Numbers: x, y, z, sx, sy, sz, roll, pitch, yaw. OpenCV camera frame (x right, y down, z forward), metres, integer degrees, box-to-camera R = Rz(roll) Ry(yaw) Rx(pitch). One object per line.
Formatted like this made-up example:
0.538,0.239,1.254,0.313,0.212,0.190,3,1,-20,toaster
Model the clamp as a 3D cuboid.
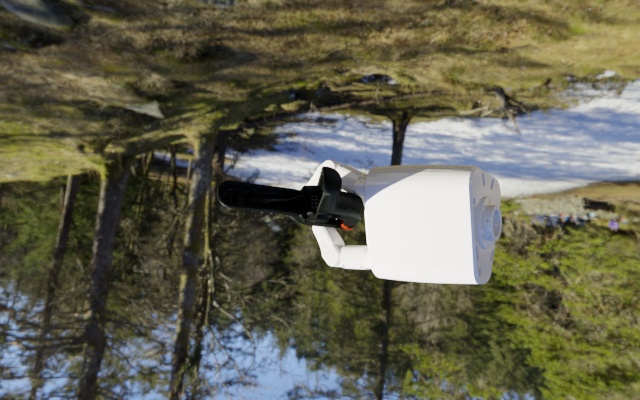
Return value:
0.000,0.002,0.464,0.120,0.039,0.171,-2,-9,37,clamp
